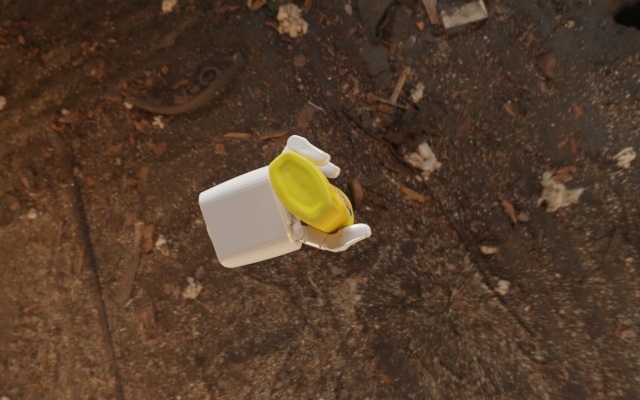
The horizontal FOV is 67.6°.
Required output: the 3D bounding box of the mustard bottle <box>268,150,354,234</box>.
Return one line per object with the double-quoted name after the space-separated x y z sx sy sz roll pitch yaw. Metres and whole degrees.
0.000 0.002 0.627 0.058 0.096 0.192 -42 -19 3 "mustard bottle"
